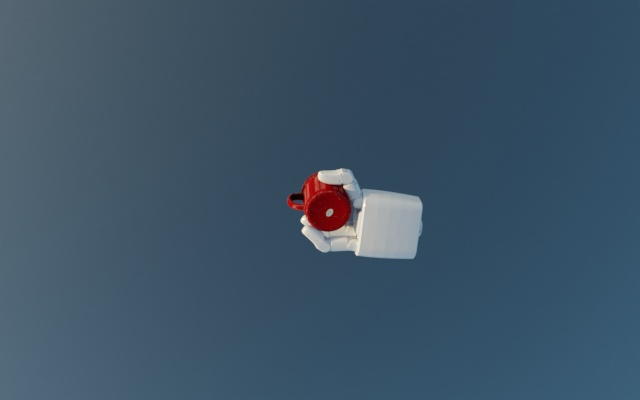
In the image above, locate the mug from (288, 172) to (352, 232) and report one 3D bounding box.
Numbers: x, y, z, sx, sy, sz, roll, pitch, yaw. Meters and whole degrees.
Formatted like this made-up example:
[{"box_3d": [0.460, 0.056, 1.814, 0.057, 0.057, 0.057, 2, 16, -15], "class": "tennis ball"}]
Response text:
[{"box_3d": [-0.001, 0.003, 0.849, 0.117, 0.093, 0.081, 4, 23, -4], "class": "mug"}]
